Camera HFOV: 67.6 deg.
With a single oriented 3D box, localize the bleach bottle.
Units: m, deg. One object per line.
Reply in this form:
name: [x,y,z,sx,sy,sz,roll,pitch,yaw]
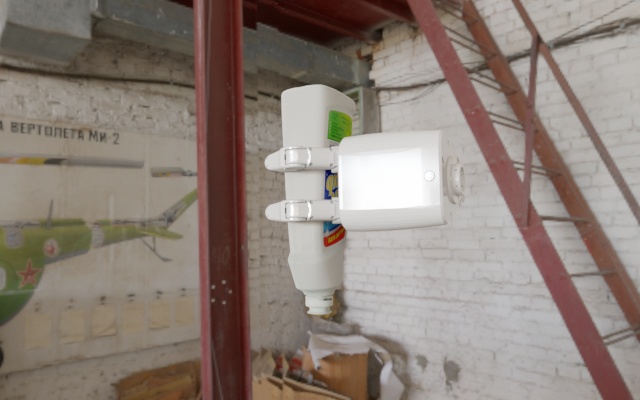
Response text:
bleach bottle: [0.000,0.002,0.555,0.068,0.251,0.102,-3,-4,27]
